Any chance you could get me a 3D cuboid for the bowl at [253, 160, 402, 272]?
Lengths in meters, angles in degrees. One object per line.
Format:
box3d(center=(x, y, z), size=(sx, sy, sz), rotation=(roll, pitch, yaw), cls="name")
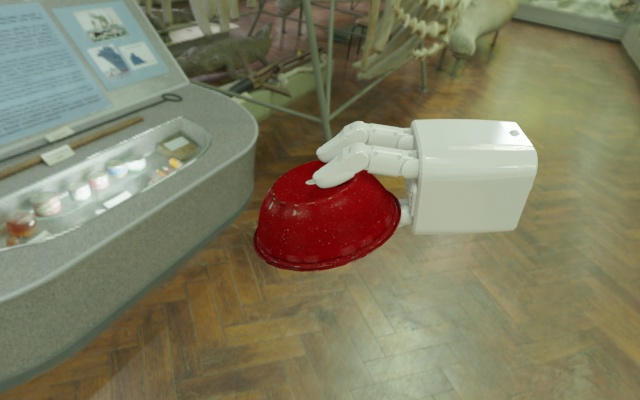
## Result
box3d(center=(-0.001, 0.002, 0.497), size=(0.162, 0.055, 0.162), rotation=(-12, 30, 7), cls="bowl")
